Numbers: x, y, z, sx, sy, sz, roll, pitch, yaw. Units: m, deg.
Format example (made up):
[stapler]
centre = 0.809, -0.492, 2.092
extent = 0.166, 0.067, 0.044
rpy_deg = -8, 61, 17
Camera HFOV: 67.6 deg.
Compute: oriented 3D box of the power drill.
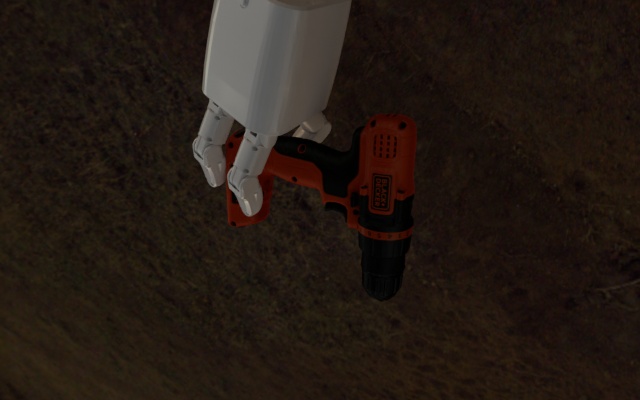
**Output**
[power drill]
centre = 0.000, 0.001, 0.475
extent = 0.187, 0.184, 0.057
rpy_deg = 8, 18, 19
